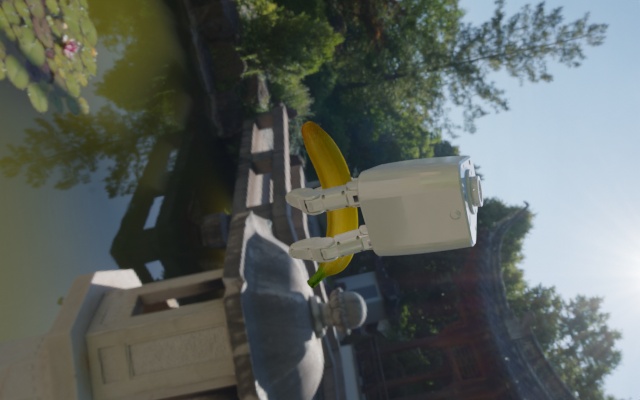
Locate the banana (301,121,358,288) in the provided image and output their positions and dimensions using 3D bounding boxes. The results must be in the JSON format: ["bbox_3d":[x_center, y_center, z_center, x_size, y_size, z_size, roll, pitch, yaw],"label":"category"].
[{"bbox_3d":[0.014,0.004,0.576,0.069,0.198,0.037,-7,5,-43],"label":"banana"}]
